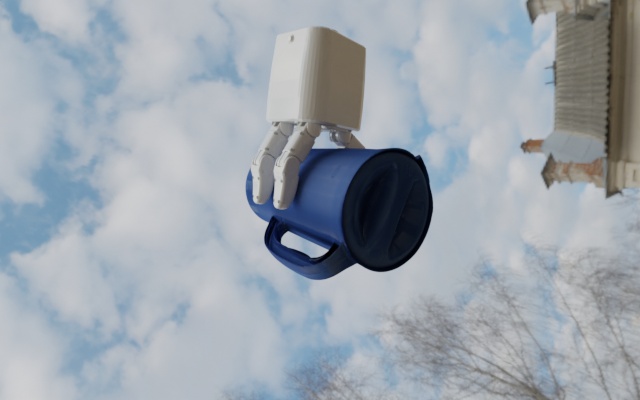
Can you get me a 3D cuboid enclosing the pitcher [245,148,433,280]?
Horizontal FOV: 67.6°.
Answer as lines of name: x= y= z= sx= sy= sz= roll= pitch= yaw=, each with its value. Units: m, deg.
pitcher: x=0.000 y=0.002 z=0.588 sx=0.149 sy=0.145 sz=0.243 roll=2 pitch=7 yaw=-37
